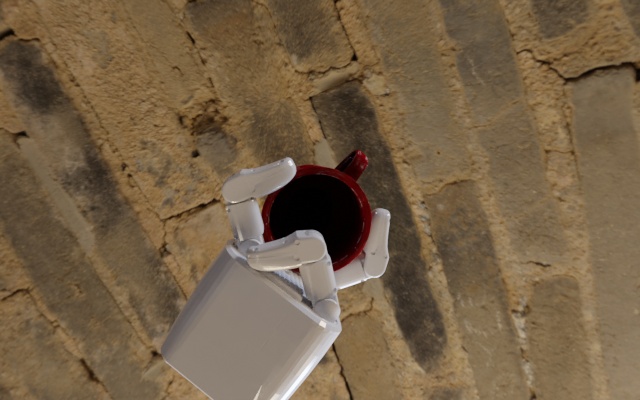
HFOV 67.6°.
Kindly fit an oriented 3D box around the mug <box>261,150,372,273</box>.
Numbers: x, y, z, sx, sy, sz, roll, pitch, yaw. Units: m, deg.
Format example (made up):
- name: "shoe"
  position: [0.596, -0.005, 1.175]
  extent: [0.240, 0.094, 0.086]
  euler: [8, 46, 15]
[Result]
- name: "mug"
  position: [0.001, 0.000, 0.435]
  extent: [0.093, 0.117, 0.081]
  euler: [36, 5, -11]
